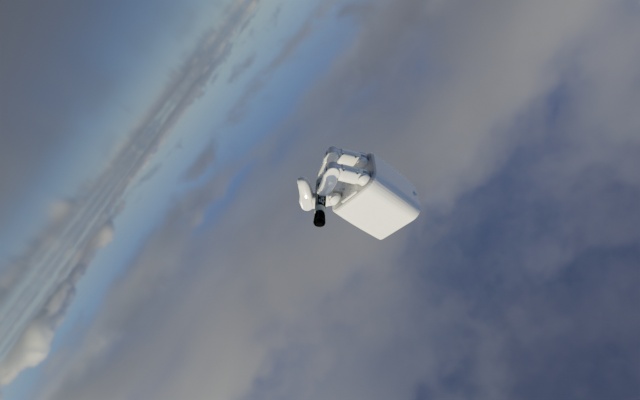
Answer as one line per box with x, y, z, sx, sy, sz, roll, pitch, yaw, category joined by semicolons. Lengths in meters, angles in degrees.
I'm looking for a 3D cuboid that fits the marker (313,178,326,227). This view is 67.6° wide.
0.000;0.002;0.770;0.020;0.020;0.121;0;34;2;marker
